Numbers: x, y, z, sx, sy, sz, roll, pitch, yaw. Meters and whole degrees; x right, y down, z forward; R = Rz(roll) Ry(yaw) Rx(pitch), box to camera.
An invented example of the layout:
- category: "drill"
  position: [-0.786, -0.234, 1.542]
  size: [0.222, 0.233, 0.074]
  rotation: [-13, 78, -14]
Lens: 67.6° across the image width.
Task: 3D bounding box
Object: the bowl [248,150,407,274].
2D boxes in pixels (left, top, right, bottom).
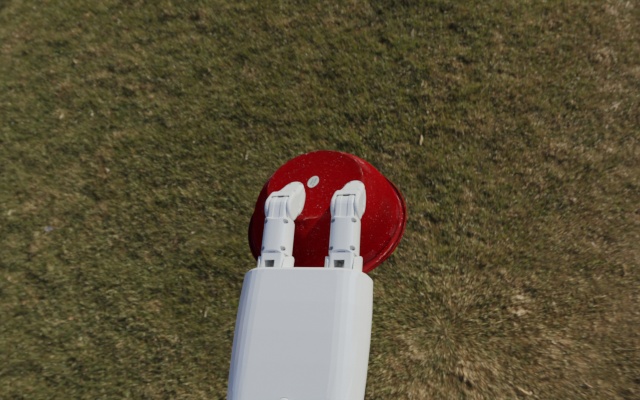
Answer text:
- category: "bowl"
  position: [0.000, 0.000, 0.463]
  size: [0.162, 0.162, 0.055]
  rotation: [0, -43, 16]
